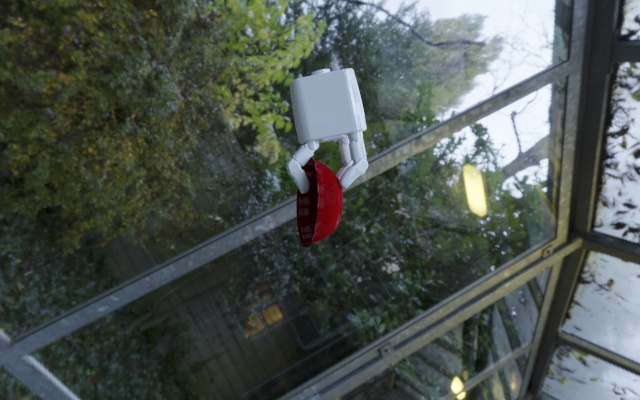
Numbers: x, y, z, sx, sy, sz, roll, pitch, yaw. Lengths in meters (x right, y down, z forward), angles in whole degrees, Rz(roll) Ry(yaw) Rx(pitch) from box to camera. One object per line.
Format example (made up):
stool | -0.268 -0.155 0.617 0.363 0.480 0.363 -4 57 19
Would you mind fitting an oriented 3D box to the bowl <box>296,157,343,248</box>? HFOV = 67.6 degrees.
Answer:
bowl | 0.000 0.004 0.840 0.055 0.162 0.162 2 -1 -15
